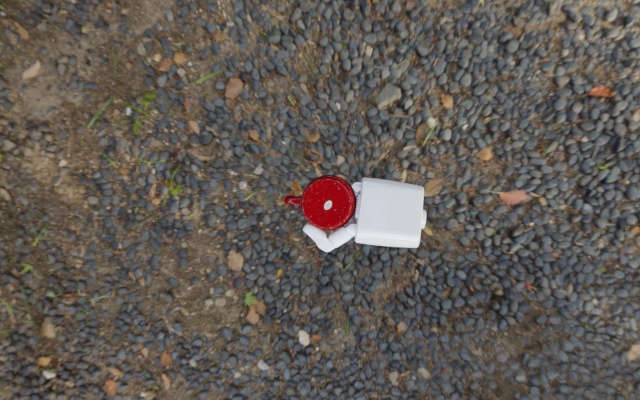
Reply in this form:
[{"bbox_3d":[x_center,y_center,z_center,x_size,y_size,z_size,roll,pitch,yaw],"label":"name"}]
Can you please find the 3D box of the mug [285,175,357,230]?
[{"bbox_3d":[-0.001,0.002,0.769,0.117,0.093,0.081,7,2,3],"label":"mug"}]
